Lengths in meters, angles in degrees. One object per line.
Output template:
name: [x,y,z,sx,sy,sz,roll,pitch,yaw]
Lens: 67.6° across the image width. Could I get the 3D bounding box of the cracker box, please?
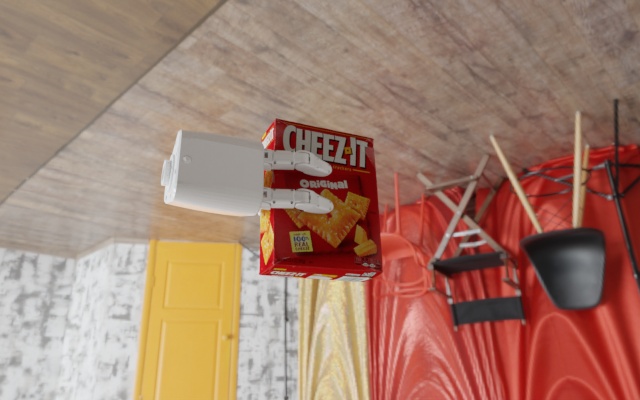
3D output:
cracker box: [0.000,0.002,0.683,0.164,0.213,0.072,8,-23,-23]
